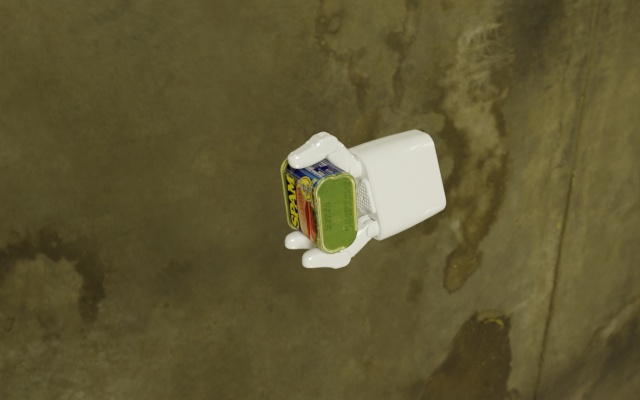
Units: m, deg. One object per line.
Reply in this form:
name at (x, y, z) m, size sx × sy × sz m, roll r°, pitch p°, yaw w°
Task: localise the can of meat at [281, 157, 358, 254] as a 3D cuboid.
can of meat at (0.000, 0.002, 0.562) m, size 0.057 × 0.102 × 0.084 m, roll -18°, pitch 29°, yaw -24°
